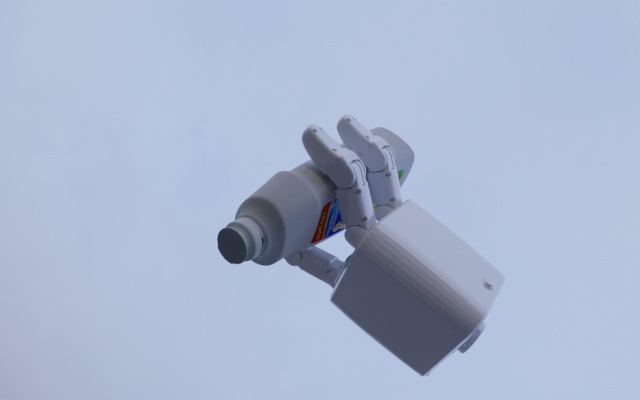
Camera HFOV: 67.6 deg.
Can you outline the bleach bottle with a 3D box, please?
[{"bbox_3d":[0.000,0.001,0.439,0.068,0.103,0.250,40,34,15],"label":"bleach bottle"}]
